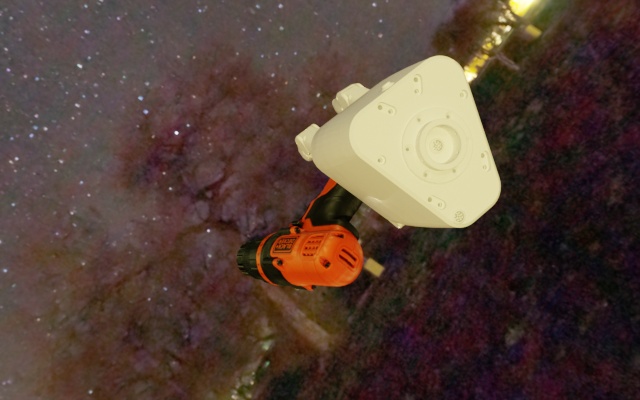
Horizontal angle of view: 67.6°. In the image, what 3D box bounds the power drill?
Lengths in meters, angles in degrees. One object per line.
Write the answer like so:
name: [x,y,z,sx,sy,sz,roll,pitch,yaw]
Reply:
power drill: [0.000,0.001,0.481,0.057,0.187,0.184,39,-25,-27]
